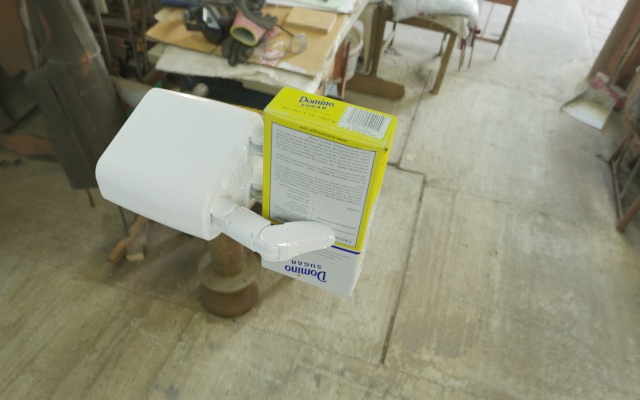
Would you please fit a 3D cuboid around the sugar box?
[{"bbox_3d":[0.000,0.001,0.401,0.093,0.176,0.048,19,46,10],"label":"sugar box"}]
